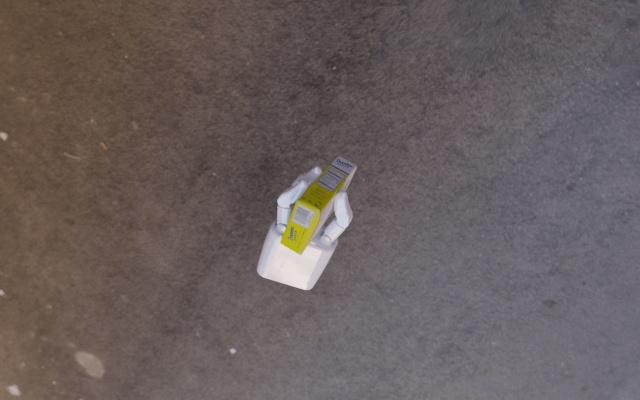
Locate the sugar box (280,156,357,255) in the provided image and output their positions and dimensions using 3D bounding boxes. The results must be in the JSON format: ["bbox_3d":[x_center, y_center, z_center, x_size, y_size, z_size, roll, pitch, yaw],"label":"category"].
[{"bbox_3d":[0.000,0.002,0.785,0.048,0.093,0.176,28,34,5],"label":"sugar box"}]
